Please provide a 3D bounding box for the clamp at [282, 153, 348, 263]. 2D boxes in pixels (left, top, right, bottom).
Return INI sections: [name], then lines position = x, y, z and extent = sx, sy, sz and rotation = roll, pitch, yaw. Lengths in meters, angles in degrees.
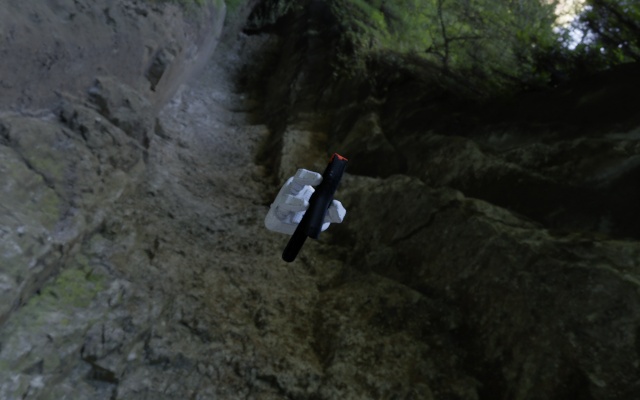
[clamp]
position = 0.001, 0.003, 0.826
extent = 0.036, 0.210, 0.164
rotation = 29, -20, -8
